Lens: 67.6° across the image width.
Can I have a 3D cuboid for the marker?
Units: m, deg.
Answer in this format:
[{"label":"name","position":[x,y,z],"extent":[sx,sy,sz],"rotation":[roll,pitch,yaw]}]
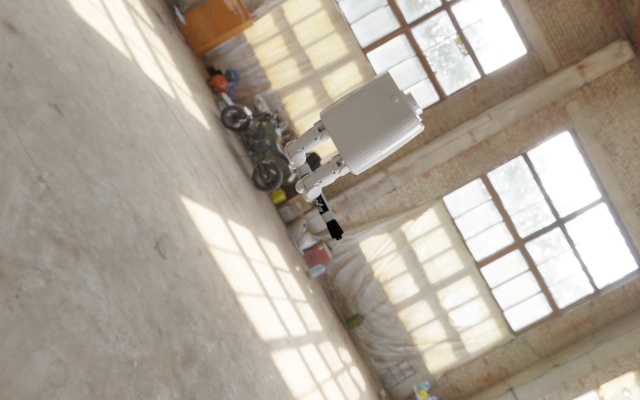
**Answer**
[{"label":"marker","position":[0.000,0.002,0.681],"extent":[0.020,0.121,0.020],"rotation":[-25,-16,-8]}]
